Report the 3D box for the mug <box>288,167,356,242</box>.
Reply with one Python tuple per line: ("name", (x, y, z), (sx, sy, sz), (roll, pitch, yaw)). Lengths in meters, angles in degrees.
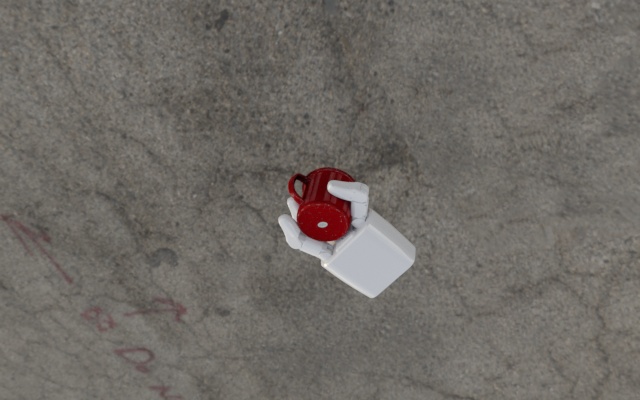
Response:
("mug", (-0.001, 0.002, 0.735), (0.117, 0.081, 0.093), (37, -53, -18))
